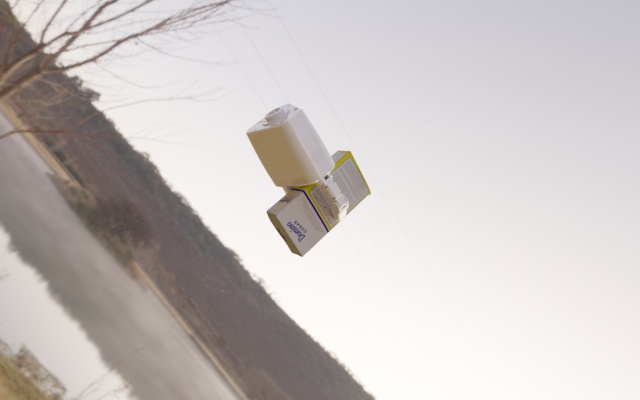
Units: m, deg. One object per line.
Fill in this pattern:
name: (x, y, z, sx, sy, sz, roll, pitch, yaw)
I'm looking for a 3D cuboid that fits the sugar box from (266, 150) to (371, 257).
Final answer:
sugar box: (0.000, 0.002, 0.806, 0.176, 0.093, 0.048, -40, 26, -20)
